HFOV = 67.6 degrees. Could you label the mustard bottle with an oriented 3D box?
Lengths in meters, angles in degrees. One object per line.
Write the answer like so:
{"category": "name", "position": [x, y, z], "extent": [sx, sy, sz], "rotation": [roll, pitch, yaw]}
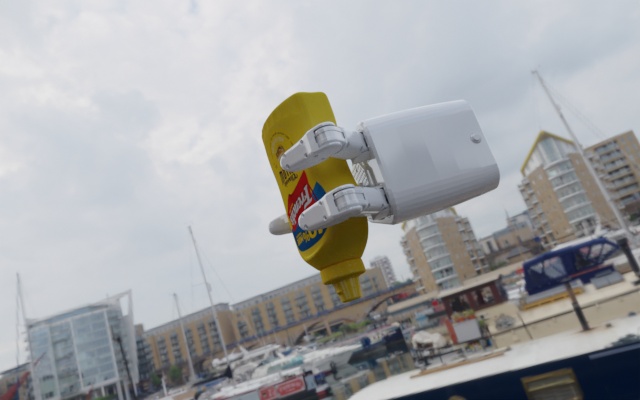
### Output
{"category": "mustard bottle", "position": [0.000, 0.001, 0.452], "extent": [0.058, 0.191, 0.096], "rotation": [-8, -18, -33]}
